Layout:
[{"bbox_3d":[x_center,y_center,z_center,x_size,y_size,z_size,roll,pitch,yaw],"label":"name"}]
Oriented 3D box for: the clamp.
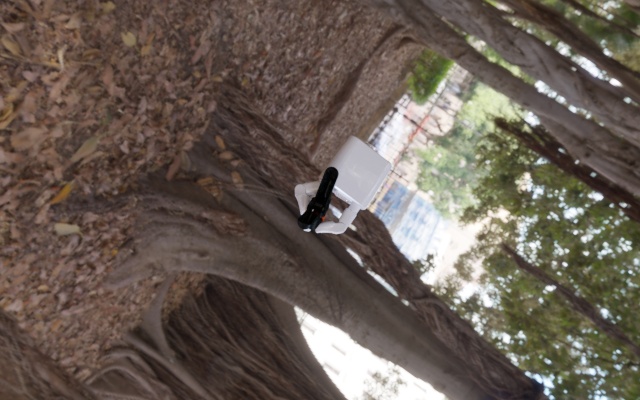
[{"bbox_3d":[0.001,0.003,0.880,0.039,0.120,0.171,34,-4,4],"label":"clamp"}]
